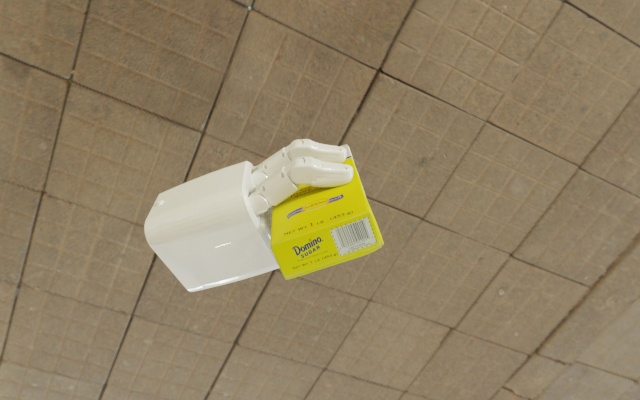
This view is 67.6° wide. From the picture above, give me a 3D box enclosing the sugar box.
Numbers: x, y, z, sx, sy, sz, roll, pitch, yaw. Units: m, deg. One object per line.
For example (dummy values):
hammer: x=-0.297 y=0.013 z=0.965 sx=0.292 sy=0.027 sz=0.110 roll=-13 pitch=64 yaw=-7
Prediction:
sugar box: x=0.000 y=0.001 z=0.483 sx=0.093 sy=0.048 sz=0.176 roll=-18 pitch=28 yaw=4
